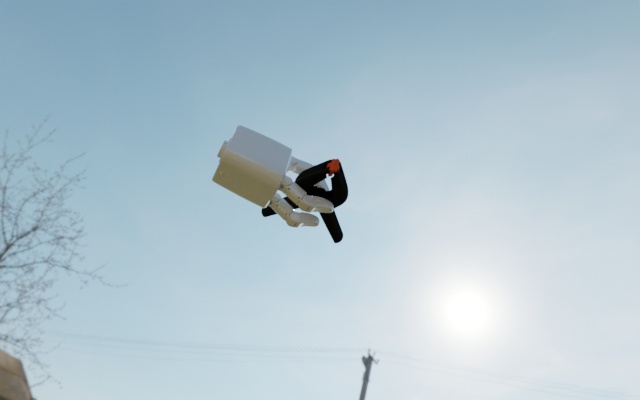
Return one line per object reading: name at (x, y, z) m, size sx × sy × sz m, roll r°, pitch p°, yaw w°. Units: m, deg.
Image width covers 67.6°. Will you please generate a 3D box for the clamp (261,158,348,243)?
clamp at (0.000, 0.002, 0.851) m, size 0.164 × 0.036 × 0.210 m, roll 24°, pitch -39°, yaw -13°
